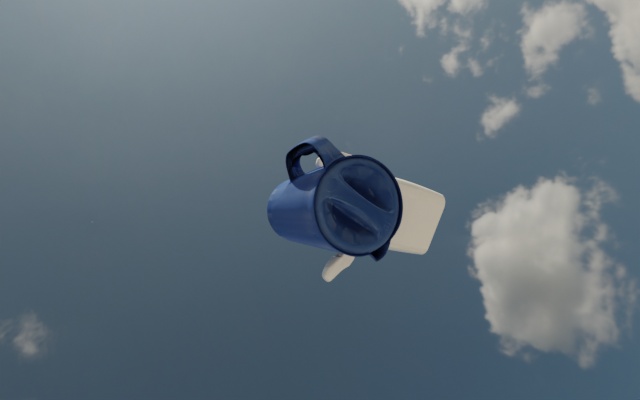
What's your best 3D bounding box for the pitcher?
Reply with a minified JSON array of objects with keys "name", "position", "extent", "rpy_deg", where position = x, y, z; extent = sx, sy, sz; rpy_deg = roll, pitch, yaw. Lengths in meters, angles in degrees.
[{"name":"pitcher","position":[0.000,0.002,0.721],"extent":[0.145,0.149,0.243],"rpy_deg":[15,-9,-23]}]
